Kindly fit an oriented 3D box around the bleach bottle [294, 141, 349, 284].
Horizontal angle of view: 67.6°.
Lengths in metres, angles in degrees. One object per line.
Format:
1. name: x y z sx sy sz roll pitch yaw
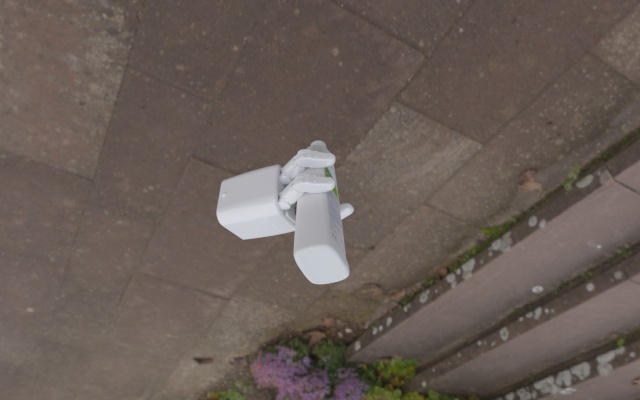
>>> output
1. bleach bottle: 0.000 0.003 0.778 0.068 0.250 0.103 -14 -43 15
